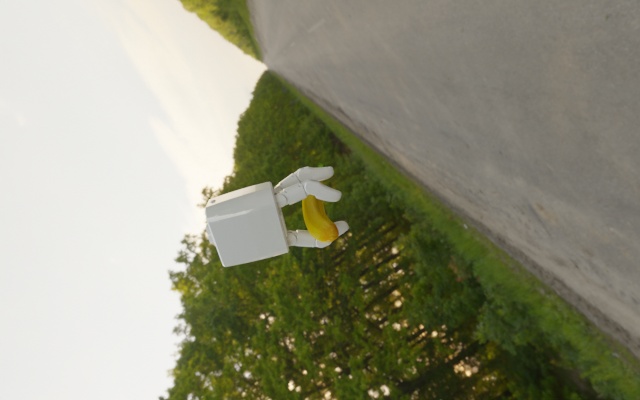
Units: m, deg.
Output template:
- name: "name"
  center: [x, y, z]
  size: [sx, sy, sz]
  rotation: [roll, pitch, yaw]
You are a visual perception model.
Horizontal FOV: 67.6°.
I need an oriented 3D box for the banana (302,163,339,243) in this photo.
- name: "banana"
  center: [-0.004, 0.016, 0.764]
  size: [0.037, 0.070, 0.197]
  rotation: [6, 34, -13]
